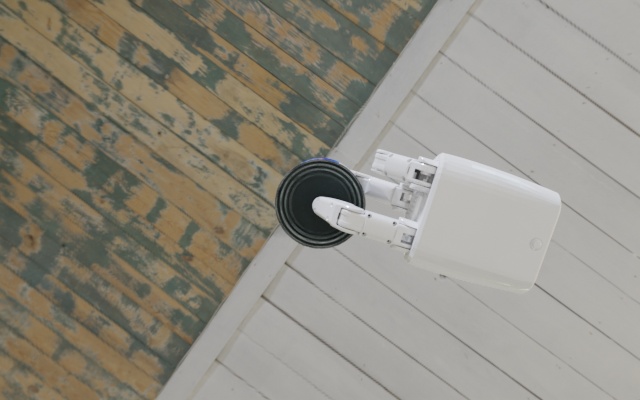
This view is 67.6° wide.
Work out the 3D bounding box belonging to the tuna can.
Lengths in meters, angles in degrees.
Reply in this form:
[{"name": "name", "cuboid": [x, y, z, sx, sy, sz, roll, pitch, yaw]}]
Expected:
[{"name": "tuna can", "cuboid": [0.000, 0.001, 0.465, 0.086, 0.086, 0.033, 0, 9, 2]}]
